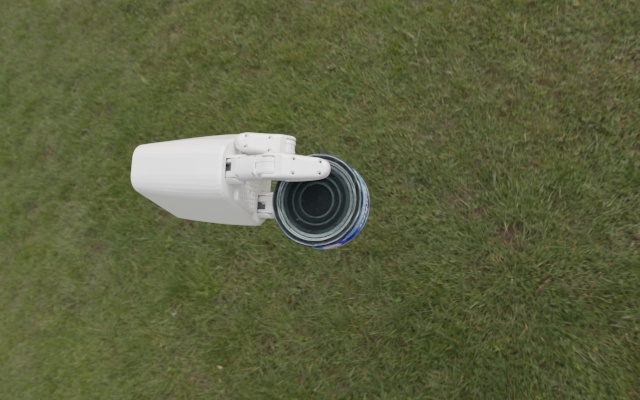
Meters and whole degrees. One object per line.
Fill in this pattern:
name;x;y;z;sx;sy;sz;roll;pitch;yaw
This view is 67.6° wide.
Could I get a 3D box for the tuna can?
tuna can;0.000;0.001;0.435;0.086;0.086;0.034;0;-8;16
